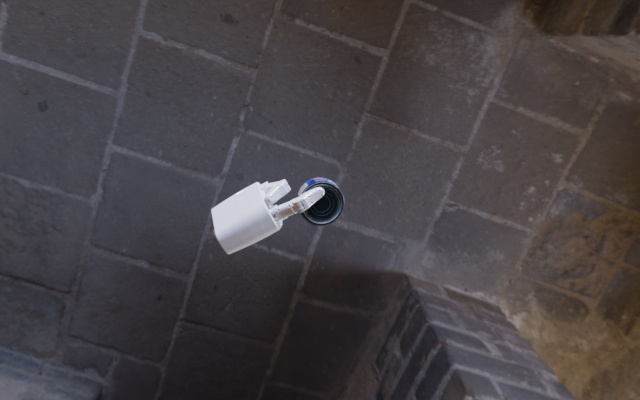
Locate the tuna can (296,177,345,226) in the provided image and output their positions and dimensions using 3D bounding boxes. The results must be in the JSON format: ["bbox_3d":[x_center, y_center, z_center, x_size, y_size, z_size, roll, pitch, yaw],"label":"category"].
[{"bbox_3d":[0.000,0.003,0.870,0.086,0.086,0.033,0,14,-10],"label":"tuna can"}]
